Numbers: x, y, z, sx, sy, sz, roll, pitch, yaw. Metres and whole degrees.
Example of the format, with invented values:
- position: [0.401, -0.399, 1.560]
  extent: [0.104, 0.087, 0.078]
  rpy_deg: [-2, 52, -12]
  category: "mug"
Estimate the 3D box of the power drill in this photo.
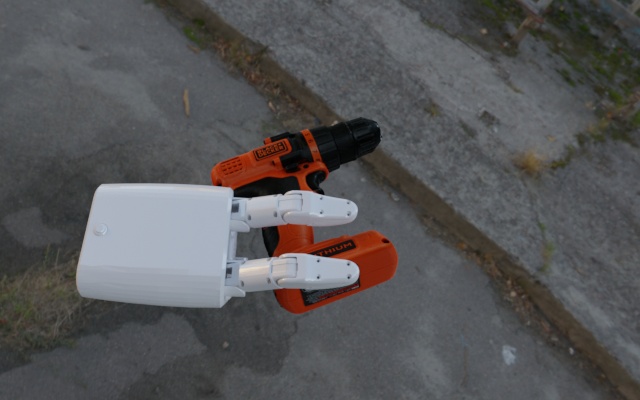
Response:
- position: [0.000, 0.002, 0.453]
  extent: [0.184, 0.057, 0.187]
  rpy_deg: [-21, 46, -6]
  category: "power drill"
